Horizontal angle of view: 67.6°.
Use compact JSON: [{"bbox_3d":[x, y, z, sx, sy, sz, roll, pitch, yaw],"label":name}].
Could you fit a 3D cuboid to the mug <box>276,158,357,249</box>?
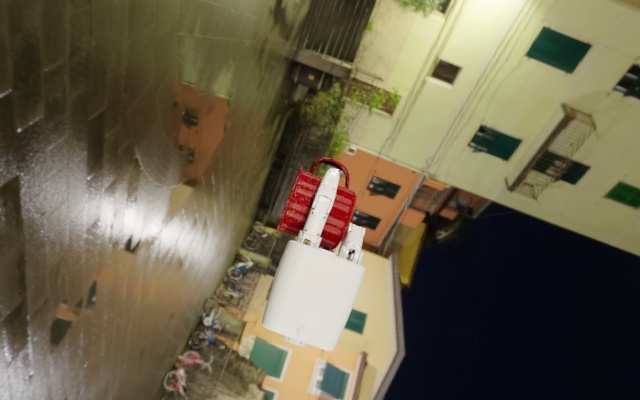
[{"bbox_3d":[0.001,0.001,0.625,0.081,0.117,0.093,21,-7,-3],"label":"mug"}]
